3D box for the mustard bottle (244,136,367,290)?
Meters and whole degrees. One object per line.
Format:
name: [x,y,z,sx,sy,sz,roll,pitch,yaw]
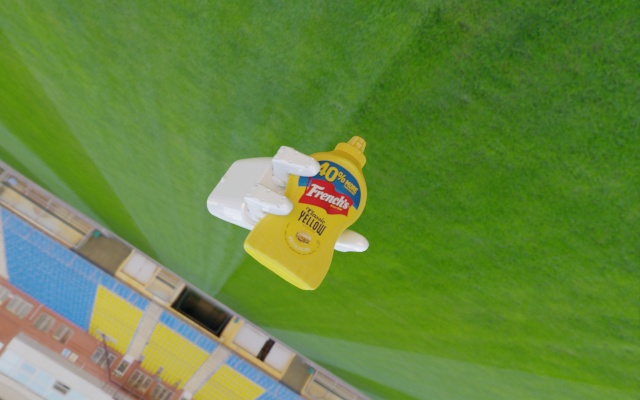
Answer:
mustard bottle: [0.000,0.002,0.562,0.096,0.191,0.058,36,-19,-9]
